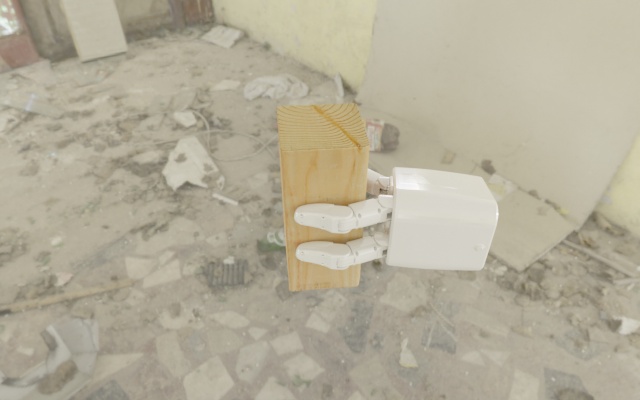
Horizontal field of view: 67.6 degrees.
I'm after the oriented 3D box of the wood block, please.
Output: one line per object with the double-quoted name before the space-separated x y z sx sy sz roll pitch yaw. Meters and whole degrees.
"wood block" 0.000 0.001 0.555 0.090 0.206 0.090 -3 39 -4
